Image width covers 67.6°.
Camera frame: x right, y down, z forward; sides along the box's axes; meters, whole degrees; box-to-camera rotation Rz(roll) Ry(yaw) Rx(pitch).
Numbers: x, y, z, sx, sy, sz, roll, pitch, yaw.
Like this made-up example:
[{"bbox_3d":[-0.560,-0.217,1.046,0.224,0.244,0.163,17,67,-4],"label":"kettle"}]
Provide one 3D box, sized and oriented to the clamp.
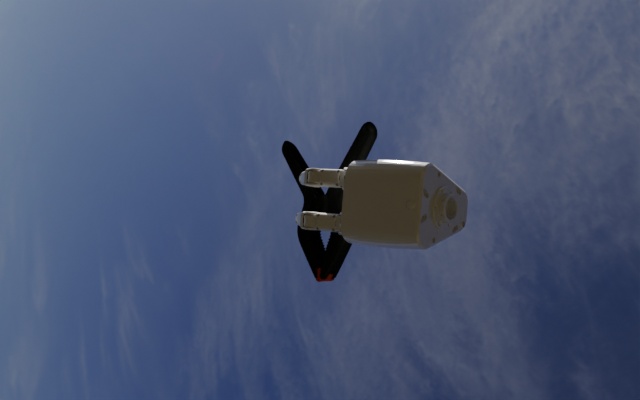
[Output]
[{"bbox_3d":[0.001,0.003,0.650,0.164,0.210,0.036,4,-2,44],"label":"clamp"}]
